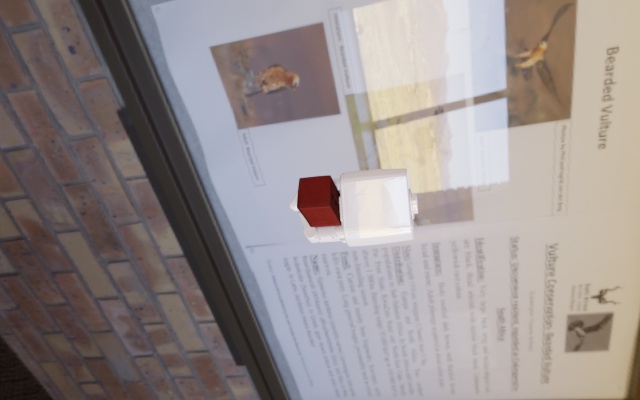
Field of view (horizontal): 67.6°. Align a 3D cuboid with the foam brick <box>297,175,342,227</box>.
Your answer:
[{"bbox_3d":[0.000,0.002,0.738,0.051,0.053,0.078,-4,-26,15],"label":"foam brick"}]
